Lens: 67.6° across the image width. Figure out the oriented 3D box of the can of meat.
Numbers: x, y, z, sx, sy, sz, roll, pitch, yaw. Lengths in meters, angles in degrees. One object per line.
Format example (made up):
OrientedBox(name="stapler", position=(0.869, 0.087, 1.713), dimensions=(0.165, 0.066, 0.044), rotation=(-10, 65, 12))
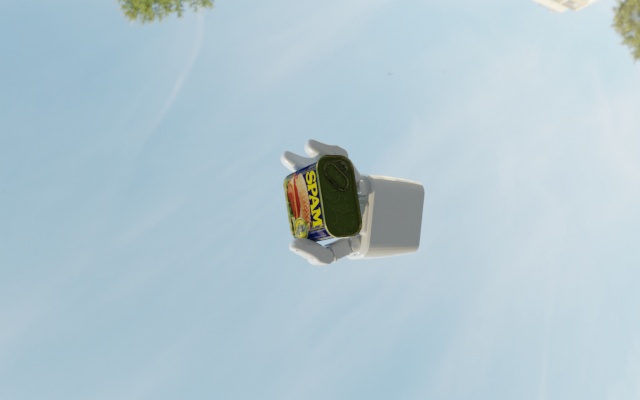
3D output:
OrientedBox(name="can of meat", position=(0.000, 0.002, 0.606), dimensions=(0.057, 0.102, 0.084), rotation=(-3, -9, -36))
